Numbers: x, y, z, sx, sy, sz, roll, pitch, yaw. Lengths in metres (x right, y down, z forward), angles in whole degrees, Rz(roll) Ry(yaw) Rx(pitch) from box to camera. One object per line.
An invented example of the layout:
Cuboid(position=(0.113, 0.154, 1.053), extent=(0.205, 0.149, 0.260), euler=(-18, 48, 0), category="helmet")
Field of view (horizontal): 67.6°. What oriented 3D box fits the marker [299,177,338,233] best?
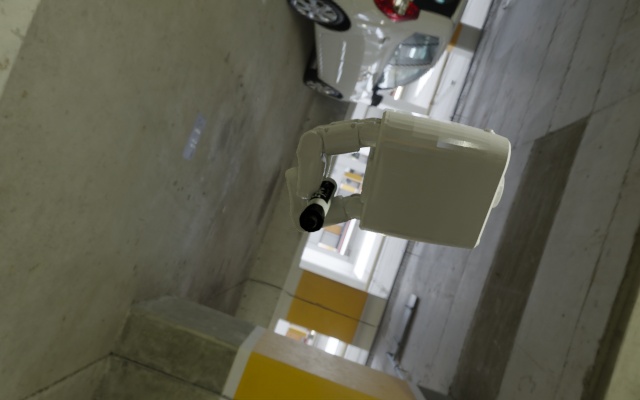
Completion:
Cuboid(position=(0.000, 0.001, 0.408), extent=(0.020, 0.020, 0.121), euler=(0, 14, 7), category="marker")
